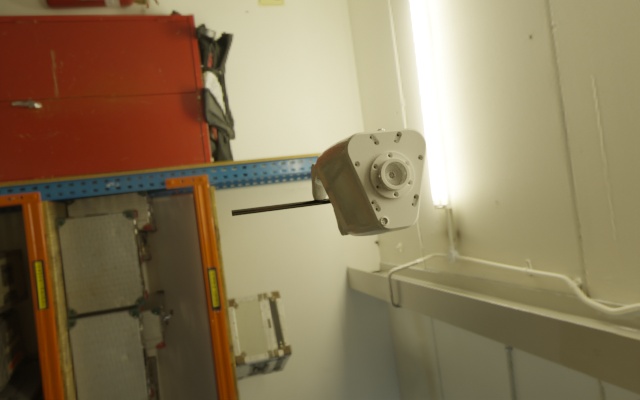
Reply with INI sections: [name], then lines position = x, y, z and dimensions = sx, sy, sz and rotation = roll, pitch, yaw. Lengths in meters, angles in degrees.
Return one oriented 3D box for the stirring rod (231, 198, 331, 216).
[stirring rod]
position = 0.000, 0.002, 0.651
dimensions = 0.239, 0.011, 0.011
rotation = -7, 2, -16
